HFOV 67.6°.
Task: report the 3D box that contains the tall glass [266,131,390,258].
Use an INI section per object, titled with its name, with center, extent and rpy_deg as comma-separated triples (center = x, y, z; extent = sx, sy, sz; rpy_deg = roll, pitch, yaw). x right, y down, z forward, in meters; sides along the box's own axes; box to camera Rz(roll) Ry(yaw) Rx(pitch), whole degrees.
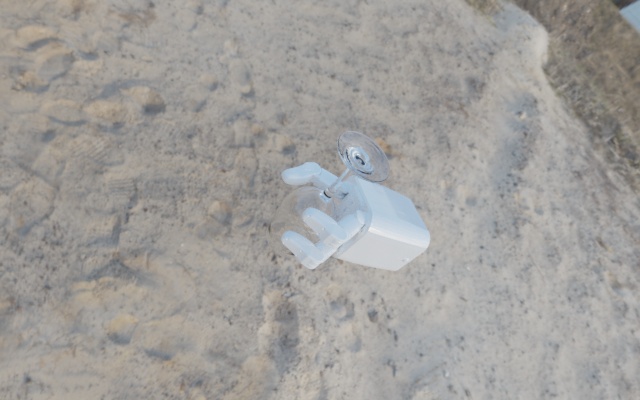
[tall glass]
center = 0.000, 0.002, 0.619
extent = 0.079, 0.079, 0.201
rpy_deg = 0, -32, -38
